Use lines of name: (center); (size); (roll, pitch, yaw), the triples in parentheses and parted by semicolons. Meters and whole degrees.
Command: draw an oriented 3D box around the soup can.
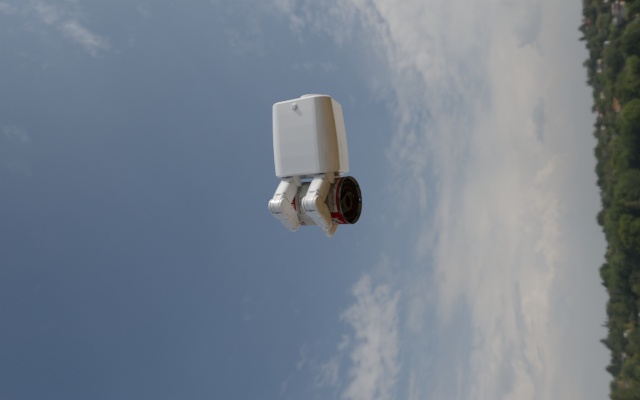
soup can: (0.000, 0.003, 0.694); (0.102, 0.068, 0.068); (-4, -2, 31)
